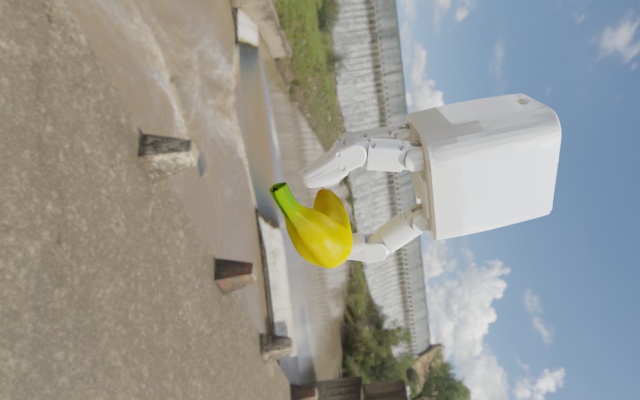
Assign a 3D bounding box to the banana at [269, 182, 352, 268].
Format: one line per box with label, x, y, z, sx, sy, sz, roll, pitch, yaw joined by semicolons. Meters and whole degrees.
banana;0.004;0.019;0.397;0.037;0.069;0.198;-15;-3;7
